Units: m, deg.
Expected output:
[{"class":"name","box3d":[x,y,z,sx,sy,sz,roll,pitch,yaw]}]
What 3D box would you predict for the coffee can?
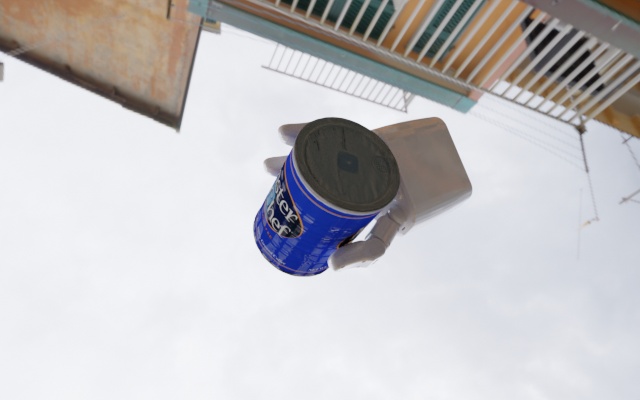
[{"class":"coffee can","box3d":[0.000,0.002,0.474,0.103,0.102,0.140,0,-31,-25]}]
